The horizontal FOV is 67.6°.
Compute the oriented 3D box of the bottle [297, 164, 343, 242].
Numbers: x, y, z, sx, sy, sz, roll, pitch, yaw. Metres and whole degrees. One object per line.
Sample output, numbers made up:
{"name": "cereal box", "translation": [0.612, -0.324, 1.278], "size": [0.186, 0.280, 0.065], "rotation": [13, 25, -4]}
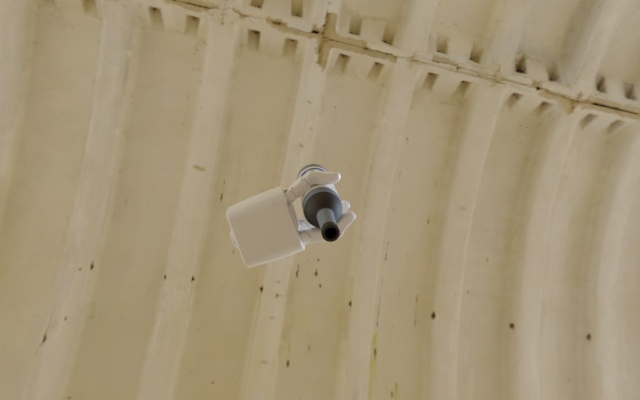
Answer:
{"name": "bottle", "translation": [0.000, 0.003, 0.835], "size": [0.069, 0.069, 0.295], "rotation": [0, 18, -6]}
